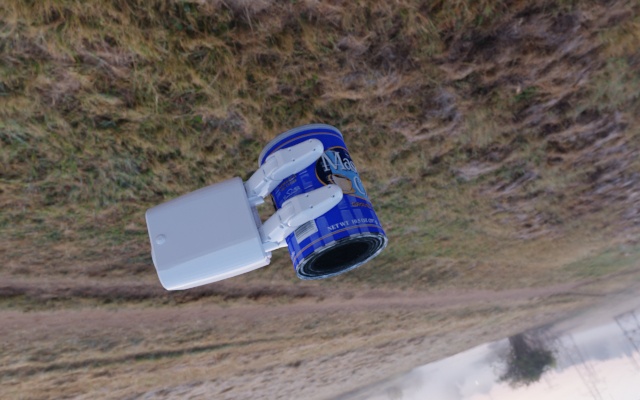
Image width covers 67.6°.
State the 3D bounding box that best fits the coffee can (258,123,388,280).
[{"bbox_3d":[0.000,0.002,0.527,0.103,0.140,0.103,-17,-25,-8],"label":"coffee can"}]
